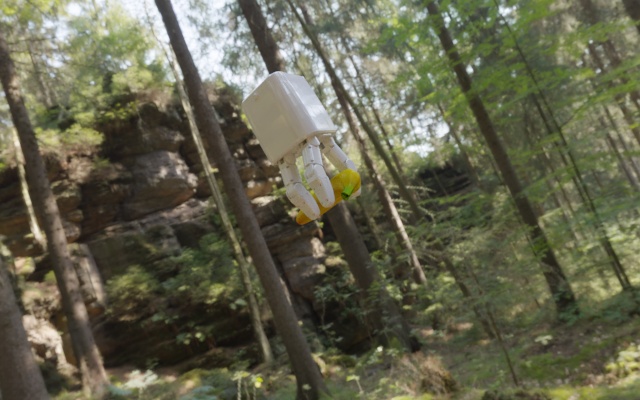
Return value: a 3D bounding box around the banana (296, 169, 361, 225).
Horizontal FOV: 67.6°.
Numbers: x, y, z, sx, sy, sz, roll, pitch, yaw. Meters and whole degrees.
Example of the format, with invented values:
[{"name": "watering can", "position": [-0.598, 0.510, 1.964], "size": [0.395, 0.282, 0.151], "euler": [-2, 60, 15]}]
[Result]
[{"name": "banana", "position": [0.015, -0.009, 0.728], "size": [0.069, 0.037, 0.198], "euler": [-37, 0, -25]}]
